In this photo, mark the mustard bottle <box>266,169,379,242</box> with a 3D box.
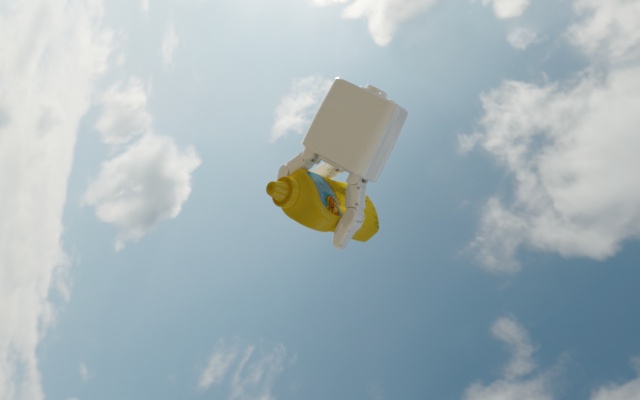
[{"bbox_3d":[0.000,0.003,0.669,0.058,0.096,0.192,-43,-36,25],"label":"mustard bottle"}]
